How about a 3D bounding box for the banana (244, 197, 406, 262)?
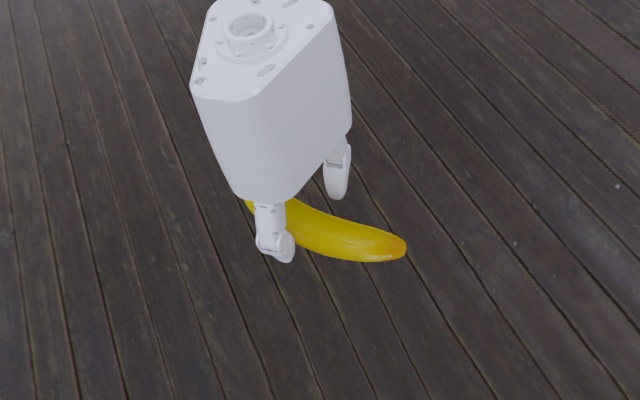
[{"bbox_3d":[-0.015,0.011,0.453,0.197,0.037,0.069,34,60,29],"label":"banana"}]
